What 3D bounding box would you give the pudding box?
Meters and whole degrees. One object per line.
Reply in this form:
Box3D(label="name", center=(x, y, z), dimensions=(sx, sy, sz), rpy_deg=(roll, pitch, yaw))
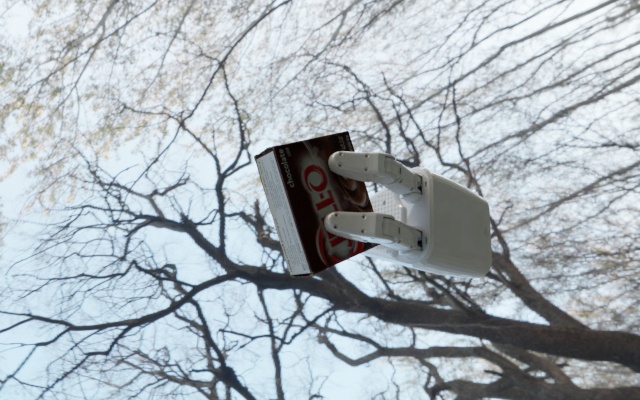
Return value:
Box3D(label="pudding box", center=(0.000, 0.001, 0.425), dimensions=(0.090, 0.113, 0.039), rpy_deg=(-18, -1, -41))
